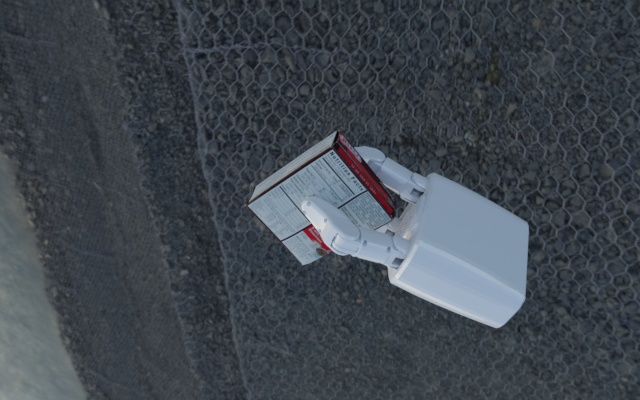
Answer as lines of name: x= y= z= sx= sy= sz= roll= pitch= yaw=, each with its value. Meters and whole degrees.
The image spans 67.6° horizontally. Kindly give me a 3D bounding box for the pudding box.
pudding box: x=0.000 y=0.002 z=0.444 sx=0.113 sy=0.090 sz=0.039 roll=-31 pitch=20 yaw=27
